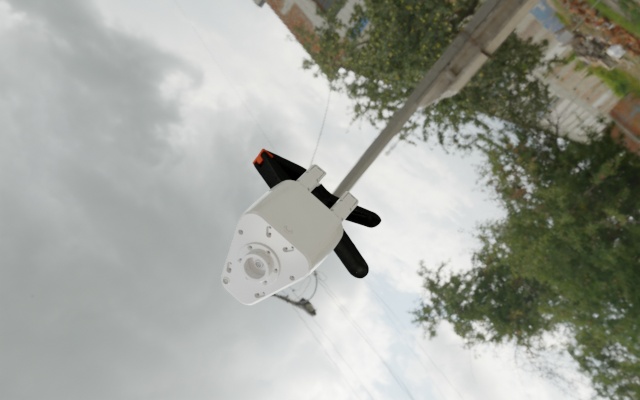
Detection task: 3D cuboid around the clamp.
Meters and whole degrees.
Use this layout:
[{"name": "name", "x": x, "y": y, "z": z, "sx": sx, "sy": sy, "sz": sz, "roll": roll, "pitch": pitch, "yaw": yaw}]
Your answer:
[{"name": "clamp", "x": -0.001, "y": 0.002, "z": 0.659, "sx": 0.210, "sy": 0.036, "sz": 0.164, "roll": 41, "pitch": 24, "yaw": 2}]
